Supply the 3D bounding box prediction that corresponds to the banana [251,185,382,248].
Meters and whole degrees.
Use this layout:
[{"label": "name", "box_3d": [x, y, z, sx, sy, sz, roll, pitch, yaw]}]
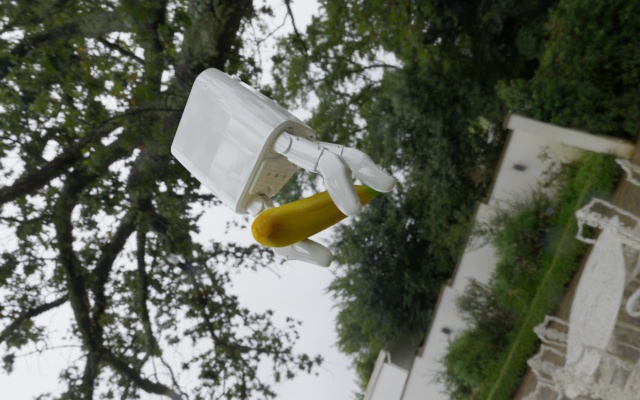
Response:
[{"label": "banana", "box_3d": [-0.009, 0.011, 0.456, 0.197, 0.037, 0.070, -22, -17, -51]}]
